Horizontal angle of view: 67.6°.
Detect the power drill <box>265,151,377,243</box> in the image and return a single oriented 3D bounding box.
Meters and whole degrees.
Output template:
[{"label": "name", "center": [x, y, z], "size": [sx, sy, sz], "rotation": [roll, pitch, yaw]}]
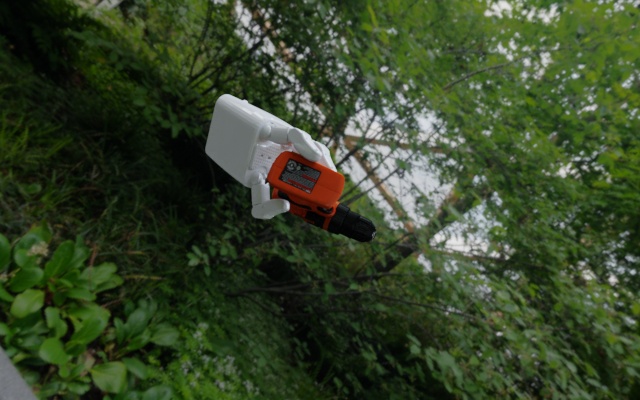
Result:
[{"label": "power drill", "center": [0.000, 0.002, 0.722], "size": [0.184, 0.057, 0.188], "rotation": [22, -14, 10]}]
